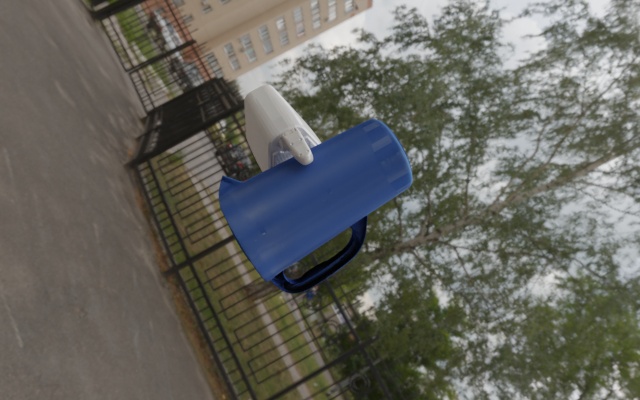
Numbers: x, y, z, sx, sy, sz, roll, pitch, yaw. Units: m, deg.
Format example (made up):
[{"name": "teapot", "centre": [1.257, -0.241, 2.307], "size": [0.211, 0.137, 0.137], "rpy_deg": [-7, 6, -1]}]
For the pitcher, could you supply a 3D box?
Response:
[{"name": "pitcher", "centre": [0.000, 0.002, 0.639], "size": [0.243, 0.145, 0.149], "rpy_deg": [-30, -35, -5]}]
